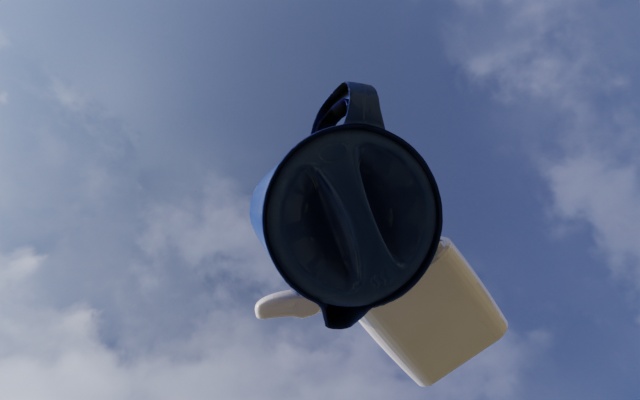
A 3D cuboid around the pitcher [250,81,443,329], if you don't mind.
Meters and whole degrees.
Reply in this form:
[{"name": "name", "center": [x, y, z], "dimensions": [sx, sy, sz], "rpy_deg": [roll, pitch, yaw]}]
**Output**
[{"name": "pitcher", "center": [0.000, 0.002, 0.446], "dimensions": [0.149, 0.145, 0.243], "rpy_deg": [-41, 10, -10]}]
